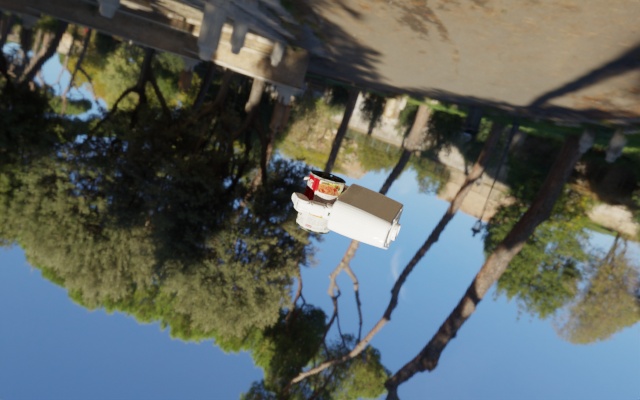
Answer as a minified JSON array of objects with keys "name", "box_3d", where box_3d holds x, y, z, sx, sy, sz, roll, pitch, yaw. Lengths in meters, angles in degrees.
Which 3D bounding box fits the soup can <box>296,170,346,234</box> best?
[{"name":"soup can","box_3d":[0.000,0.003,0.885,0.068,0.102,0.068,16,14,-4]}]
